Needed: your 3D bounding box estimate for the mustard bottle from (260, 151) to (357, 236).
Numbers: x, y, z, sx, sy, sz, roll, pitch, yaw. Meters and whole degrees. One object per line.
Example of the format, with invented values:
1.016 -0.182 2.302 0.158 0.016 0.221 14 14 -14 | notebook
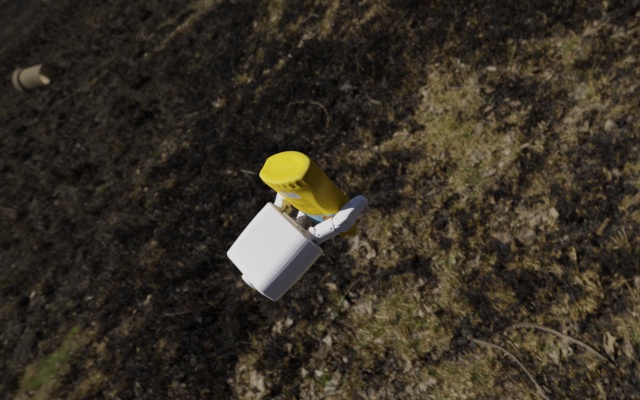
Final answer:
0.000 0.002 0.730 0.096 0.058 0.192 4 -29 43 | mustard bottle
